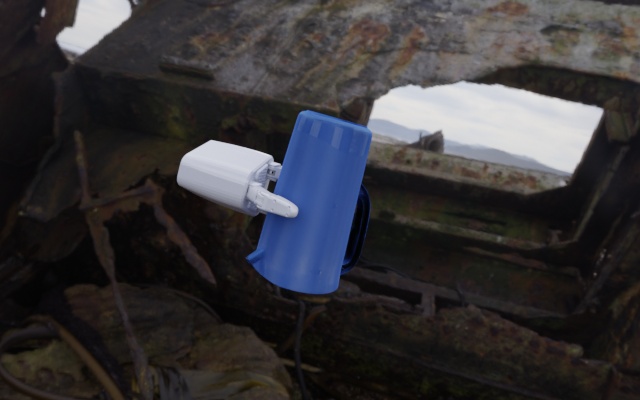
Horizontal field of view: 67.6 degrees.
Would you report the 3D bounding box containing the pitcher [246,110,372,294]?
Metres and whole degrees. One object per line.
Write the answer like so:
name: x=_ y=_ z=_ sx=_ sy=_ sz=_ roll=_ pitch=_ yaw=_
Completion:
pitcher: x=0.000 y=0.002 z=0.693 sx=0.145 sy=0.243 sz=0.149 roll=18 pitch=10 yaw=11
